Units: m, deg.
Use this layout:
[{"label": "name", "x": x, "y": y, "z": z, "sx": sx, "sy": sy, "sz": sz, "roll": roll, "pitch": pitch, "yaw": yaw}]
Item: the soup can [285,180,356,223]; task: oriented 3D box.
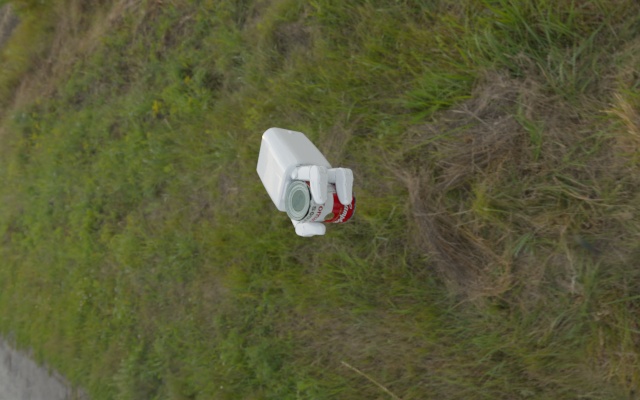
[{"label": "soup can", "x": 0.000, "y": 0.003, "z": 0.796, "sx": 0.102, "sy": 0.068, "sz": 0.068, "roll": 4, "pitch": -3, "yaw": -41}]
